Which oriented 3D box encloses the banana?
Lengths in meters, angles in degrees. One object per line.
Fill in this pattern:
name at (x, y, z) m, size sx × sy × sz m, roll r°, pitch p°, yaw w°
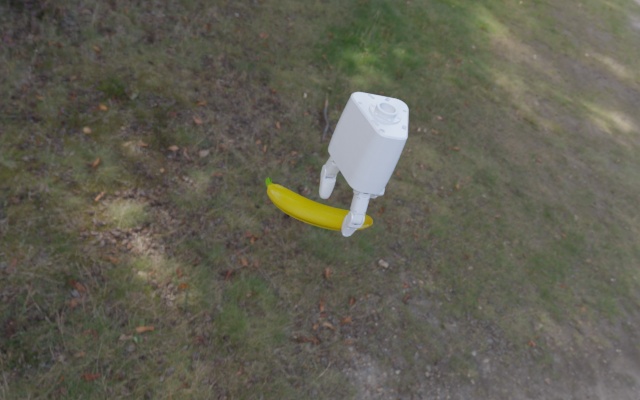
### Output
banana at (-0.008, 0.013, 0.791) m, size 0.198 × 0.037 × 0.069 m, roll 23°, pitch 42°, yaw 2°
